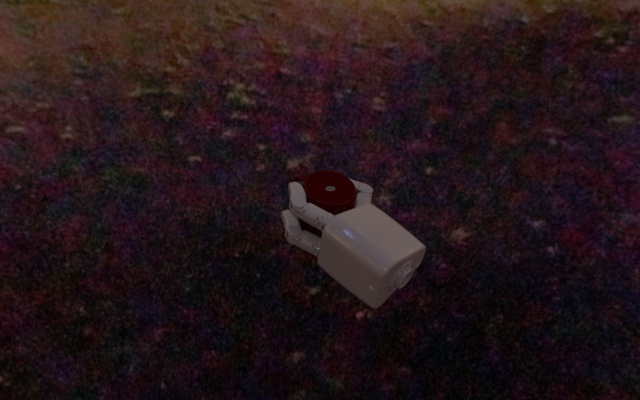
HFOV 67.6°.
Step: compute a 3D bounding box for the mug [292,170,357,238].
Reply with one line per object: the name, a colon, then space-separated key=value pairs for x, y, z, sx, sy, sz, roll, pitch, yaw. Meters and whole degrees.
mug: x=-0.001 y=0.001 z=0.731 sx=0.117 sy=0.082 sz=0.093 roll=37 pitch=48 yaw=26
